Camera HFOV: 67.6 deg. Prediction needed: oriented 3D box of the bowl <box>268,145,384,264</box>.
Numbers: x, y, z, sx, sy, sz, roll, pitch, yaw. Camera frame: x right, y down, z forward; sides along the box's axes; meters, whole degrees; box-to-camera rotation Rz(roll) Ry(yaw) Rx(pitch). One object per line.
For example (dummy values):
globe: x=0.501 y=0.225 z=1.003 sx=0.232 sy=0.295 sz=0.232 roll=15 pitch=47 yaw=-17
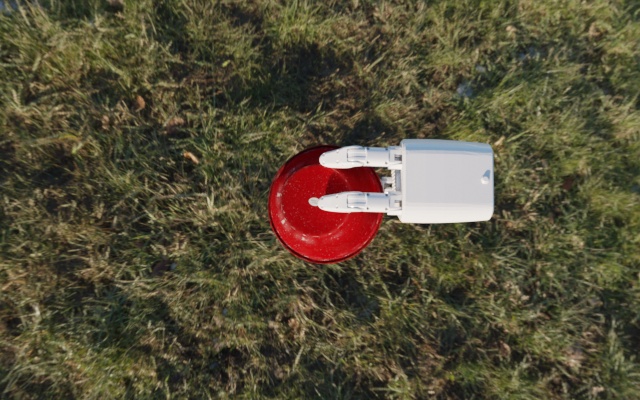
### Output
bowl: x=-0.001 y=0.002 z=0.620 sx=0.162 sy=0.162 sz=0.055 roll=0 pitch=-5 yaw=13
